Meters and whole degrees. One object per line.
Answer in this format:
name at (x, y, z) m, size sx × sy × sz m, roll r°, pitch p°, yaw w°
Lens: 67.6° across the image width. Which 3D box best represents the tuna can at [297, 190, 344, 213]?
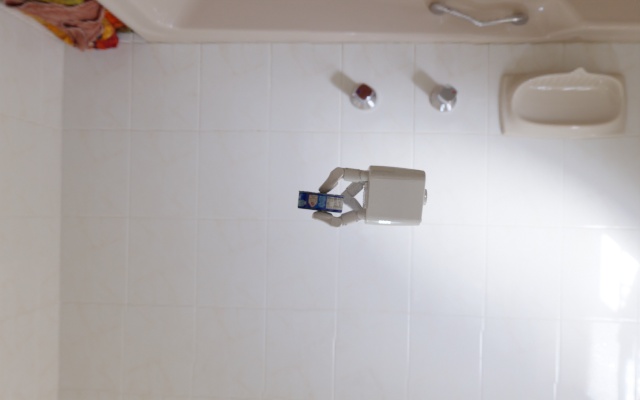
tuna can at (0.000, 0.003, 0.888) m, size 0.086 × 0.034 × 0.086 m, roll 6°, pitch -1°, yaw 0°
